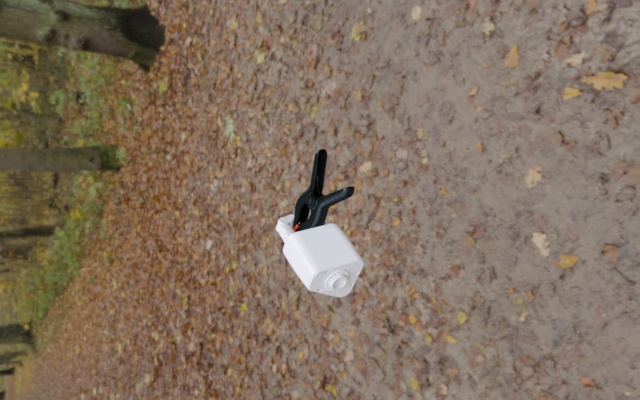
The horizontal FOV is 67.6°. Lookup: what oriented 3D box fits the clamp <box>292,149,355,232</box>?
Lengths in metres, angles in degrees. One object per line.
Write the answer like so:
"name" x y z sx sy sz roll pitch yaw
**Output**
"clamp" 0.000 0.003 0.898 0.039 0.171 0.120 3 32 -34
